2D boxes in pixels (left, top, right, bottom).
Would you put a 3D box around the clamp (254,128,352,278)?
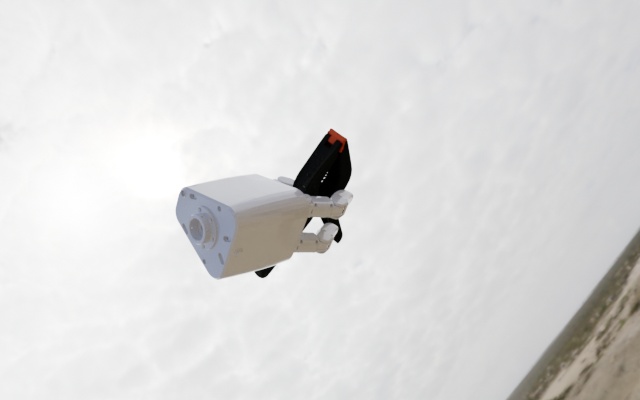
[{"bbox_3d":[0.000,0.001,0.639,0.036,0.210,0.164,38,32,28],"label":"clamp"}]
